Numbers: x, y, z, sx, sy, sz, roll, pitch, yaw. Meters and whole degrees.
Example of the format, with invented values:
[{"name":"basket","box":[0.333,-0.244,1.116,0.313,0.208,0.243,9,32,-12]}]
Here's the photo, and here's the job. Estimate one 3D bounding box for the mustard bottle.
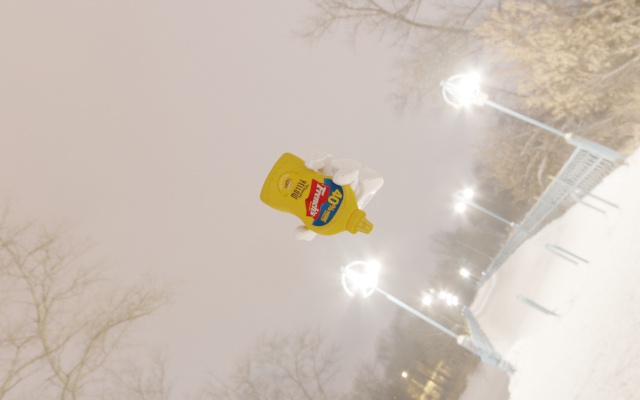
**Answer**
[{"name":"mustard bottle","box":[0.000,0.002,0.777,0.191,0.096,0.058,29,-3,20]}]
